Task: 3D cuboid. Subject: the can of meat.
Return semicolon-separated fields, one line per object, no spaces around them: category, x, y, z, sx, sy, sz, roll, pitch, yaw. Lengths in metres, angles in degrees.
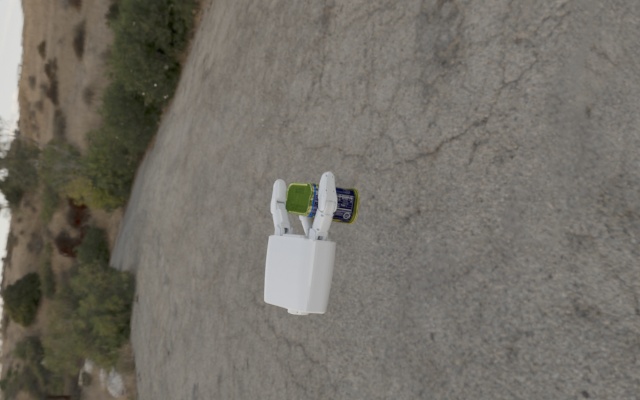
can of meat;0.000;0.002;0.759;0.084;0.057;0.102;8;-1;-26
